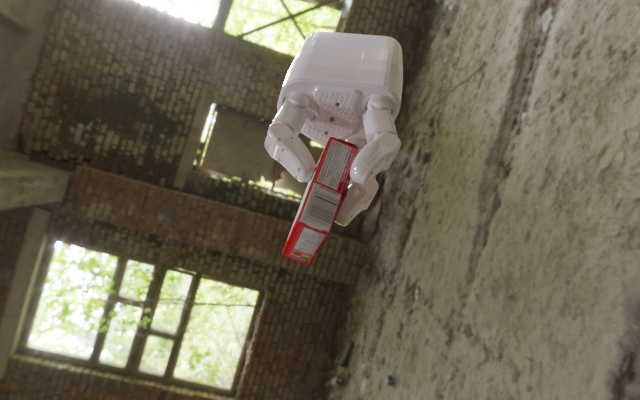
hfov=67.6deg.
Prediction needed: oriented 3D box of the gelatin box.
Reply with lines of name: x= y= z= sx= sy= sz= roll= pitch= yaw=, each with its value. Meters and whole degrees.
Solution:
gelatin box: x=0.000 y=0.001 z=0.407 sx=0.030 sy=0.089 sz=0.073 roll=22 pitch=-31 yaw=-3
